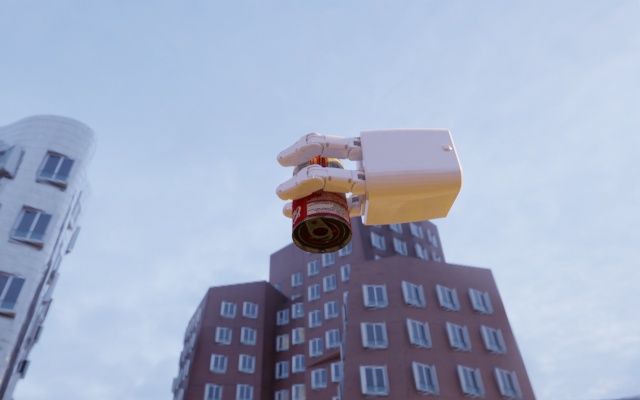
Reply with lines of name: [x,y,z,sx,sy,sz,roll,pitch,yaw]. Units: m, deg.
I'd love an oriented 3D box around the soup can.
soup can: [0.000,0.002,0.564,0.068,0.102,0.069,-1,-41,-1]
